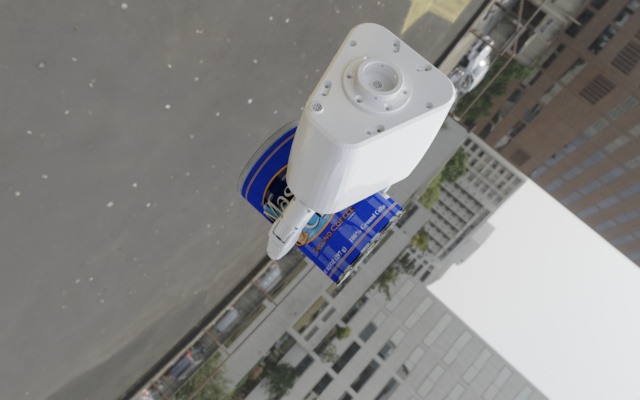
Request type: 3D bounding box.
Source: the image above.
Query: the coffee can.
[{"bbox_3d":[0.000,0.002,0.487,0.140,0.103,0.103,42,9,10],"label":"coffee can"}]
